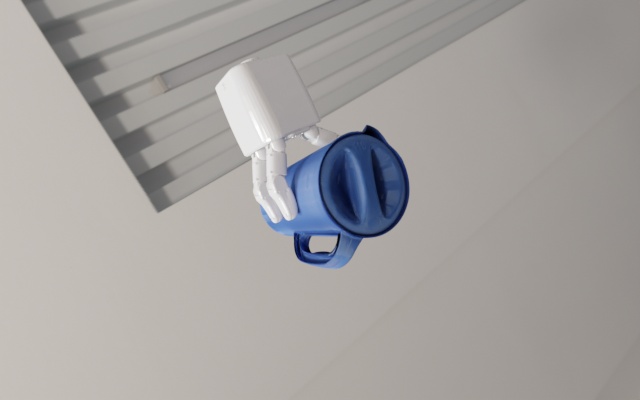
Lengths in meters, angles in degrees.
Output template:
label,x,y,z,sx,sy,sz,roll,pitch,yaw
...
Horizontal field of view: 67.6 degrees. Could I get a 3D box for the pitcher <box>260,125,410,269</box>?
label,x,y,z,sx,sy,sz,roll,pitch,yaw
pitcher,0.000,0.002,0.681,0.149,0.145,0.243,-31,8,-27
